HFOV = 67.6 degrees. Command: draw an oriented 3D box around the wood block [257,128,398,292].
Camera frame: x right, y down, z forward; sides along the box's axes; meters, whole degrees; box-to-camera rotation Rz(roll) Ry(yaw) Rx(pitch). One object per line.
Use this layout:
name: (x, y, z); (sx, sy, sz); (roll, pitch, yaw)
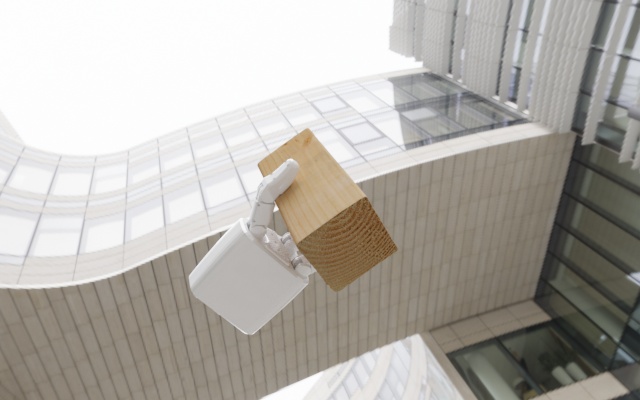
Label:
wood block: (0.000, 0.002, 0.593); (0.090, 0.091, 0.206); (-35, 34, 1)
